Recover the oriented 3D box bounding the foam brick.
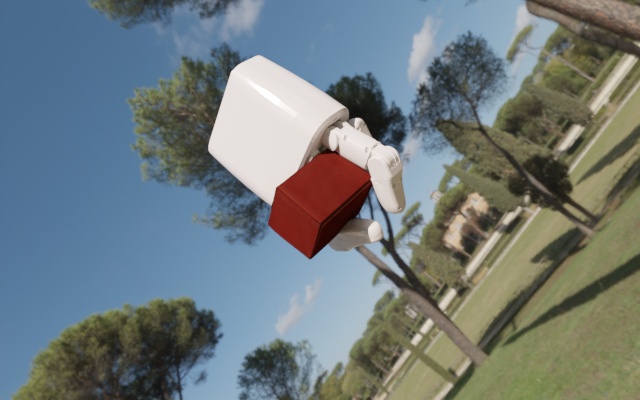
[{"bbox_3d":[0.000,0.001,0.414,0.051,0.053,0.078,37,50,15],"label":"foam brick"}]
